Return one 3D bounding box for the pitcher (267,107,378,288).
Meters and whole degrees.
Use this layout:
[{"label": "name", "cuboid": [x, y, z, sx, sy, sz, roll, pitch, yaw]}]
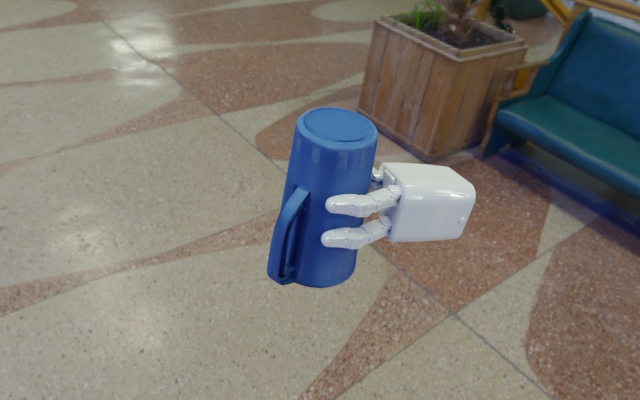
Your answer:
[{"label": "pitcher", "cuboid": [0.000, 0.002, 0.672, 0.145, 0.243, 0.149, 2, 37, -10]}]
